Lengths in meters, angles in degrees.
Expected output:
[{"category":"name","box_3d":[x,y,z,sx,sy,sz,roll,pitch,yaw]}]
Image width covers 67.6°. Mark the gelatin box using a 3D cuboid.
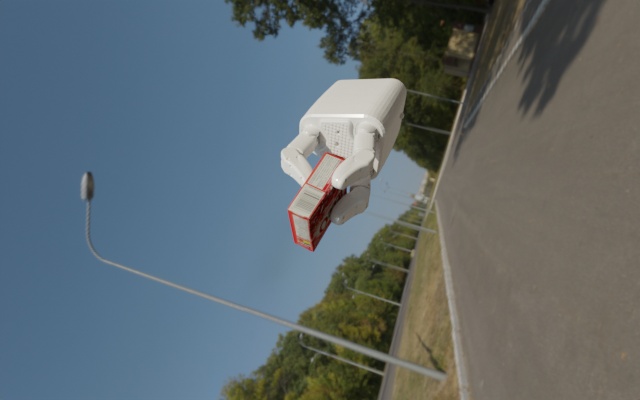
[{"category":"gelatin box","box_3d":[0.000,0.002,0.536,0.030,0.089,0.073,23,-29,17]}]
